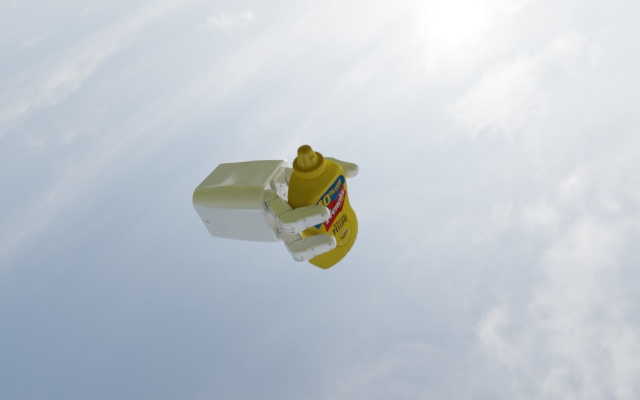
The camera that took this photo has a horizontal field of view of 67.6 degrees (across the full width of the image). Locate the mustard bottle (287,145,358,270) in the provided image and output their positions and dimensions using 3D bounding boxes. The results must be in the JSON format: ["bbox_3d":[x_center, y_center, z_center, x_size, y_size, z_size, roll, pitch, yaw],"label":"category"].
[{"bbox_3d":[0.000,0.002,0.640,0.058,0.192,0.096,22,57,33],"label":"mustard bottle"}]
